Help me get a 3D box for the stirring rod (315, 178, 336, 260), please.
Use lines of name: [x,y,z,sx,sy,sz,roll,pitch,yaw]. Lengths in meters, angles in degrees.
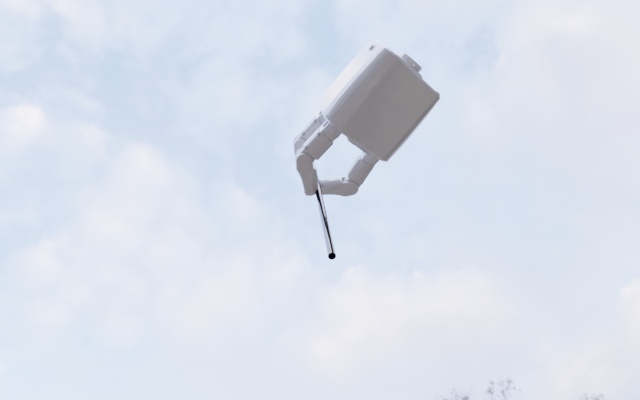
stirring rod: [0.000,0.002,0.570,0.011,0.011,0.239,0,26,-6]
